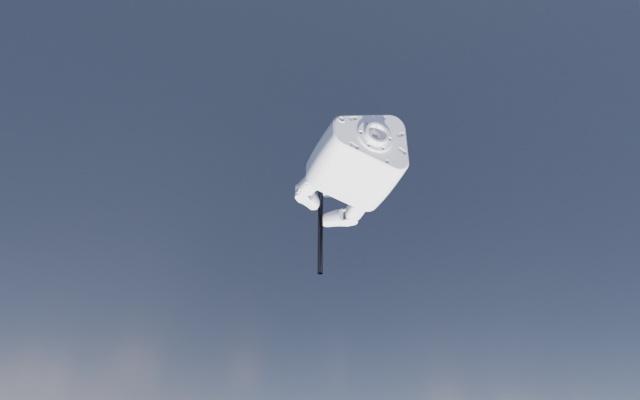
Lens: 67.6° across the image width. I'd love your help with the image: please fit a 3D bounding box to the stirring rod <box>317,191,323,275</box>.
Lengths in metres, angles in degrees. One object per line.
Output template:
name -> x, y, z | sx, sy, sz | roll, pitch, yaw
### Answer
stirring rod -> 0.000, 0.002, 0.753 | 0.011, 0.239, 0.011 | 0, -31, 0
